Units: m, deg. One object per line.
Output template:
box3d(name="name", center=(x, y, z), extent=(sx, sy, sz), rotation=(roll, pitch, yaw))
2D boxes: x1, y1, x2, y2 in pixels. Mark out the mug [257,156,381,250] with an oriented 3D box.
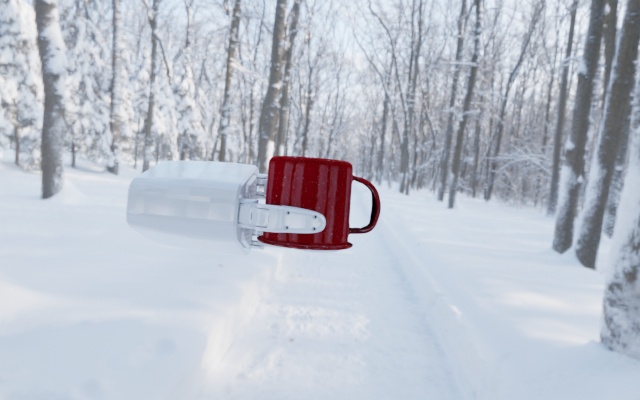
box3d(name="mug", center=(0.002, 0.001, 0.460), extent=(0.117, 0.081, 0.093), rotation=(5, 2, 0))
